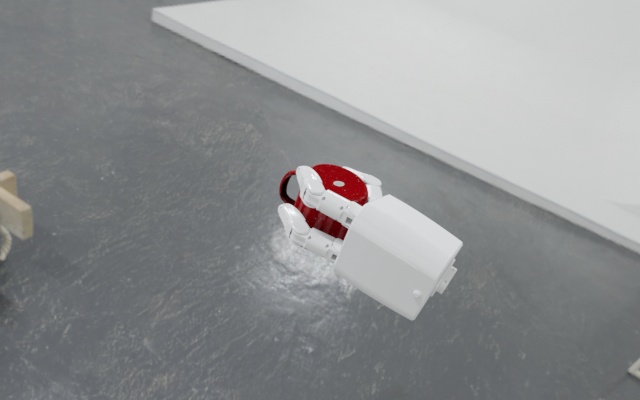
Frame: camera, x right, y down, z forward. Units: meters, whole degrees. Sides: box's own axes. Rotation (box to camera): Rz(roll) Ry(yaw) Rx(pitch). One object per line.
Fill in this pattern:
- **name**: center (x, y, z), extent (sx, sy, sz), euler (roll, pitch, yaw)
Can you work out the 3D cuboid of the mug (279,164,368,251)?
- **mug**: center (-0.001, 0.001, 0.603), extent (0.117, 0.081, 0.093), euler (32, 35, 16)
